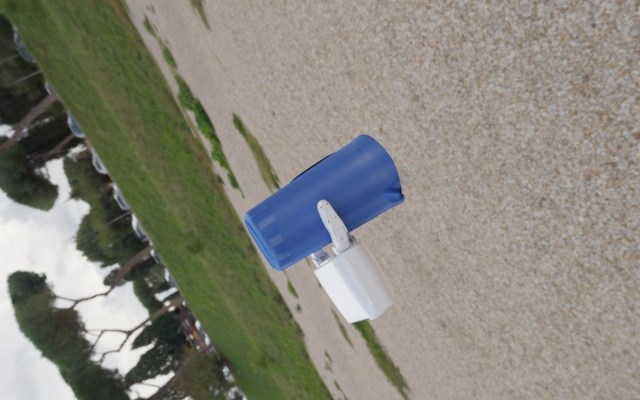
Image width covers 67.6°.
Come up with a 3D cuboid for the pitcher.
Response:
[{"bbox_3d":[0.000,0.003,0.777,0.243,0.145,0.149,-31,-7,-13],"label":"pitcher"}]
